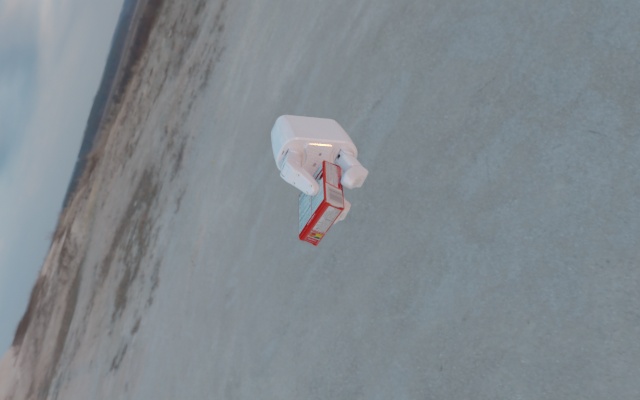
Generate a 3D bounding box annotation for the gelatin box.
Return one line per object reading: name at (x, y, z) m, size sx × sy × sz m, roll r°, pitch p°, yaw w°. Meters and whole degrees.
gelatin box at (0.000, 0.002, 0.623) m, size 0.030 × 0.073 × 0.089 m, roll 22°, pitch 36°, yaw -19°
